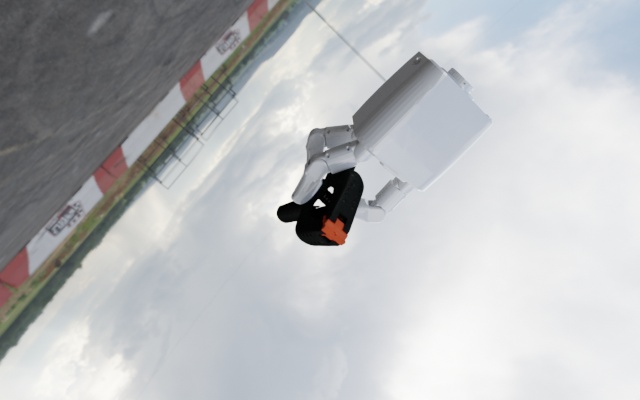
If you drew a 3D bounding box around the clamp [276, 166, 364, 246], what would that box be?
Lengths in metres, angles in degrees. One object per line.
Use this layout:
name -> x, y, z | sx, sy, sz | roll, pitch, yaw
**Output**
clamp -> 0.001, 0.002, 0.547 | 0.036, 0.164, 0.210 | 38, 20, -16
